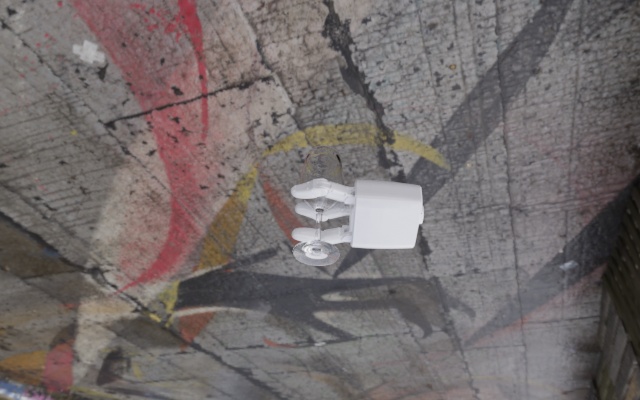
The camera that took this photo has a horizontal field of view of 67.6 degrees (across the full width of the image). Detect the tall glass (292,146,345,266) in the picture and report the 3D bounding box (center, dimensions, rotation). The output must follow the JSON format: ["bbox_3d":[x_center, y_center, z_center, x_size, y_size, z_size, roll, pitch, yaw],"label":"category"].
[{"bbox_3d":[0.000,0.003,0.793,0.079,0.201,0.079,3,-36,2],"label":"tall glass"}]
